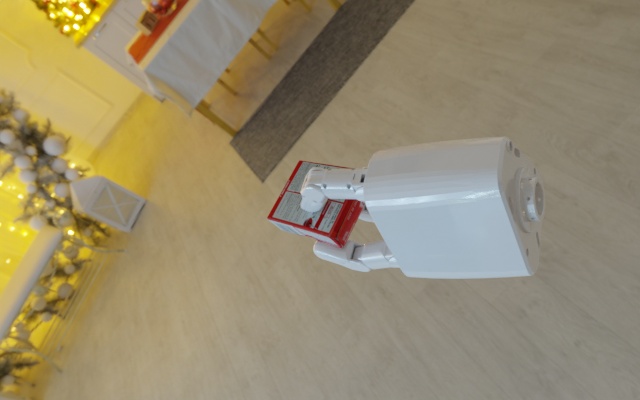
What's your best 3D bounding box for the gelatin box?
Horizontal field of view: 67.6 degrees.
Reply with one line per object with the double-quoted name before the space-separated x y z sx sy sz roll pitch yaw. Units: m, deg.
"gelatin box" 0.000 0.001 0.475 0.089 0.073 0.030 13 -22 40
